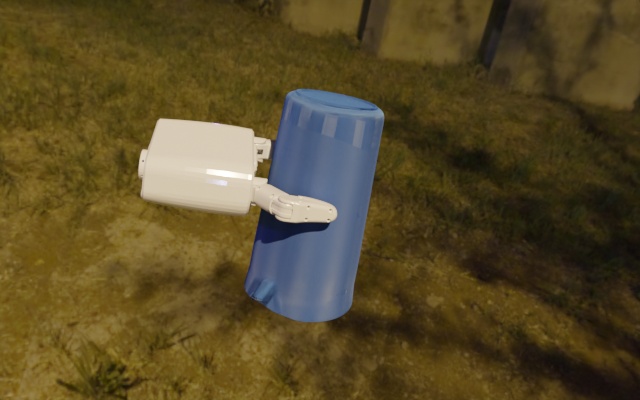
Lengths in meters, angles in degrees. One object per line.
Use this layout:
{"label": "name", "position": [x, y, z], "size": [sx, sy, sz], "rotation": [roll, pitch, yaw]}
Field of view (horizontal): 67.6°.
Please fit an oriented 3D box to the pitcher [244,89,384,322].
{"label": "pitcher", "position": [0.000, 0.002, 0.554], "size": [0.145, 0.243, 0.149], "rotation": [7, 20, -13]}
